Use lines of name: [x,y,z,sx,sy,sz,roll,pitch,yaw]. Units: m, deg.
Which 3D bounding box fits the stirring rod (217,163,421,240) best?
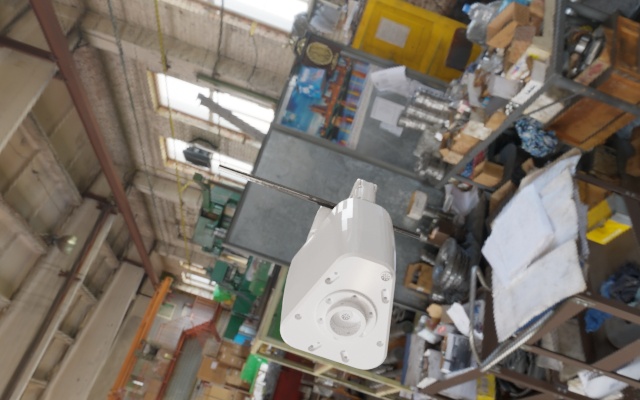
stirring rod: [0.000,0.002,0.539,0.239,0.011,0.011,19,-1,-4]
